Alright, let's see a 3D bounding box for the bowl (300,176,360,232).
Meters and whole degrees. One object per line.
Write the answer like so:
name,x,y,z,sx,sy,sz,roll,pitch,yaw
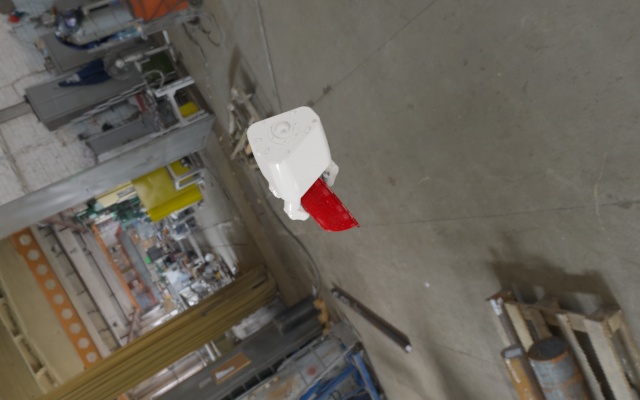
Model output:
bowl,0.000,0.004,0.866,0.055,0.162,0.162,-40,0,0
